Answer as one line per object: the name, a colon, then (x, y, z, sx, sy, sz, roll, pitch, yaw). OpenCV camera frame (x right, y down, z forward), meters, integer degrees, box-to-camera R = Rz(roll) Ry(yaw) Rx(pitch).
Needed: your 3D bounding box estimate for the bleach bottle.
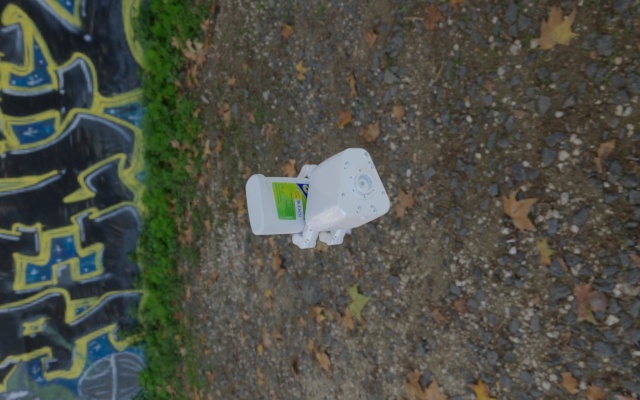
bleach bottle: (0.000, 0.003, 0.846, 0.251, 0.102, 0.068, -3, -13, -28)
